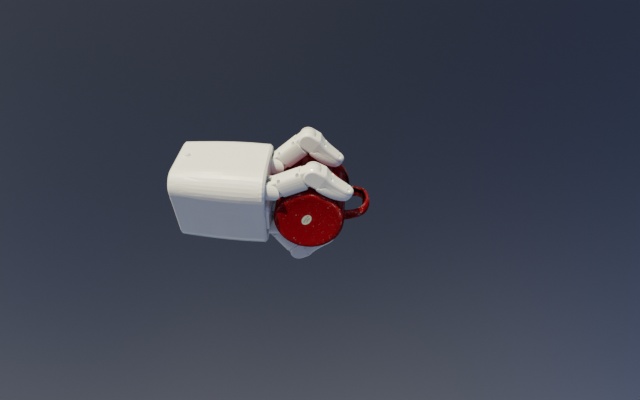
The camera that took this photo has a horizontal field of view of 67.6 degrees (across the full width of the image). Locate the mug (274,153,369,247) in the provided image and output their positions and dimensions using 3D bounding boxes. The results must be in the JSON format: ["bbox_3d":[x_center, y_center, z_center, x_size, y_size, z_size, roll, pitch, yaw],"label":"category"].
[{"bbox_3d":[0.002,0.002,0.574,0.117,0.093,0.081,3,36,1],"label":"mug"}]
